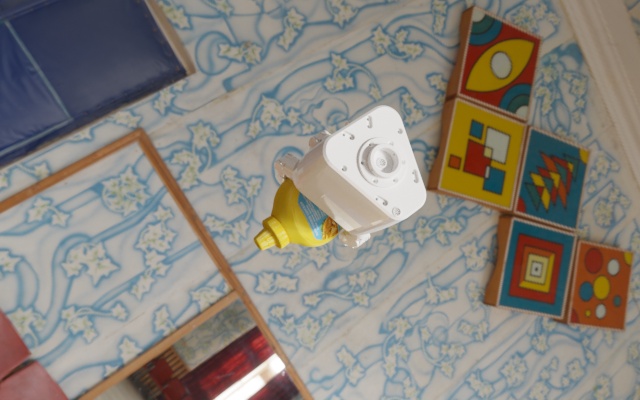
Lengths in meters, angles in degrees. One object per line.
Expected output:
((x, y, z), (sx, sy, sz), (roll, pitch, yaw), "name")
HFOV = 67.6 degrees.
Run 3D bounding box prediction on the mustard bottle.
((0.000, 0.002, 0.597), (0.191, 0.096, 0.058), (-34, 27, -20), "mustard bottle")
